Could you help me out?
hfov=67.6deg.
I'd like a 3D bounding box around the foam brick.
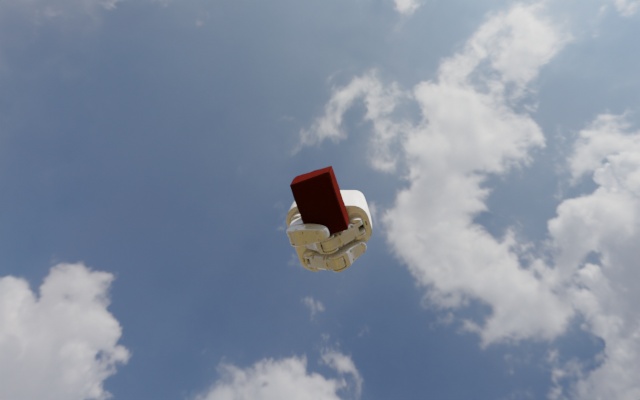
[{"bbox_3d":[0.000,0.002,0.609,0.053,0.078,0.051,-16,14,9],"label":"foam brick"}]
